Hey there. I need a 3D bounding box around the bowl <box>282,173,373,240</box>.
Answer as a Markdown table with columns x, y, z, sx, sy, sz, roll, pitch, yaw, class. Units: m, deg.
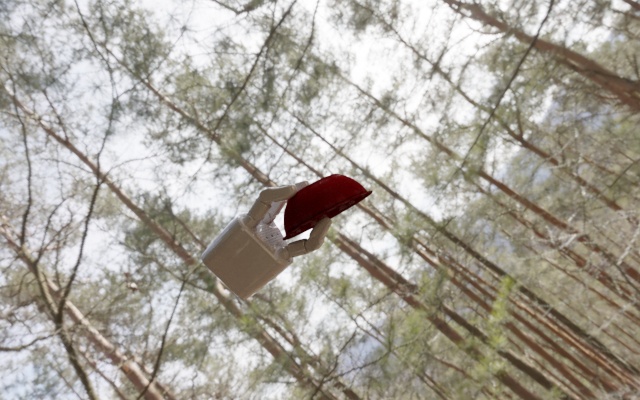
| x | y | z | sx | sy | sz | roll | pitch | yaw | class |
| --- | --- | --- | --- | --- | --- | --- | --- | --- | --- |
| 0.001 | 0.001 | 0.758 | 0.162 | 0.055 | 0.162 | -28 | -6 | -3 | bowl |
